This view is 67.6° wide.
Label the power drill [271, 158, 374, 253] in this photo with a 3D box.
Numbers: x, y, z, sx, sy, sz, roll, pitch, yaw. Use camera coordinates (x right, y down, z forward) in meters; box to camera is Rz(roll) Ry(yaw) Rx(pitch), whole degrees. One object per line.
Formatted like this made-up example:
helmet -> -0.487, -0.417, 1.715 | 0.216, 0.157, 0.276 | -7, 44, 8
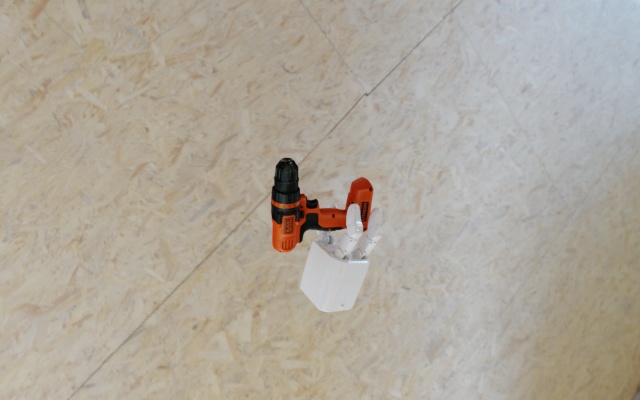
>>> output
power drill -> 0.001, 0.003, 0.874 | 0.187, 0.184, 0.057 | -5, 31, -19
